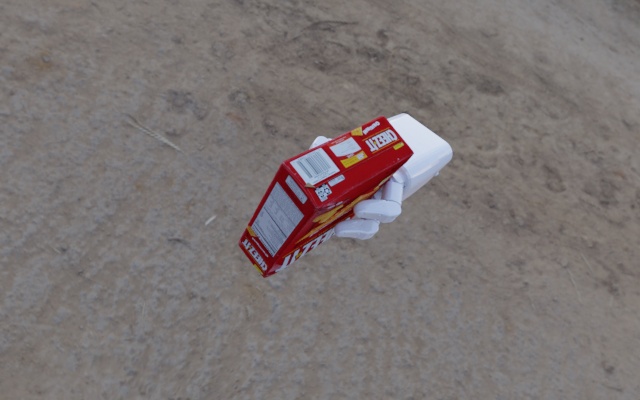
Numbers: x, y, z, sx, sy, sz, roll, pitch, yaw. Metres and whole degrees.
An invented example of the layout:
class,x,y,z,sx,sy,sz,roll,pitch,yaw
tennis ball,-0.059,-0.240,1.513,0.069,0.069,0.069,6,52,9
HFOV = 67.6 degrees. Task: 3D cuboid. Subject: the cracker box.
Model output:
class,x,y,z,sx,sy,sz,roll,pitch,yaw
cracker box,0.000,0.002,0.615,0.164,0.072,0.214,-29,-14,-34
